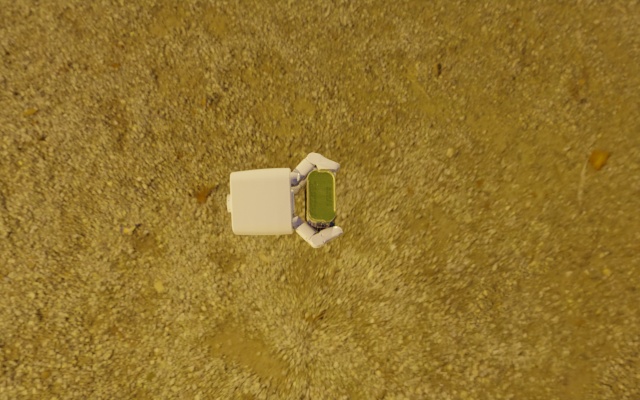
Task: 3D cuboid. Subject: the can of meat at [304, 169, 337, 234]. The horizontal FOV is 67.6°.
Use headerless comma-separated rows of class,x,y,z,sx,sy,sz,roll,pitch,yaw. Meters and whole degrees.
can of meat,0.000,0.003,0.861,0.057,0.102,0.084,-1,-16,-2
